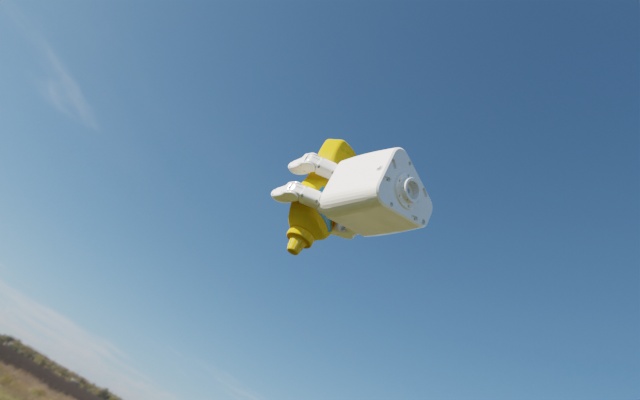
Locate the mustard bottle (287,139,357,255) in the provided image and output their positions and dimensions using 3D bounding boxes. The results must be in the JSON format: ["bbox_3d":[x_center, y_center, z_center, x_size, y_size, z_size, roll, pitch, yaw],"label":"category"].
[{"bbox_3d":[0.000,0.002,0.736,0.058,0.191,0.096,9,-36,30],"label":"mustard bottle"}]
